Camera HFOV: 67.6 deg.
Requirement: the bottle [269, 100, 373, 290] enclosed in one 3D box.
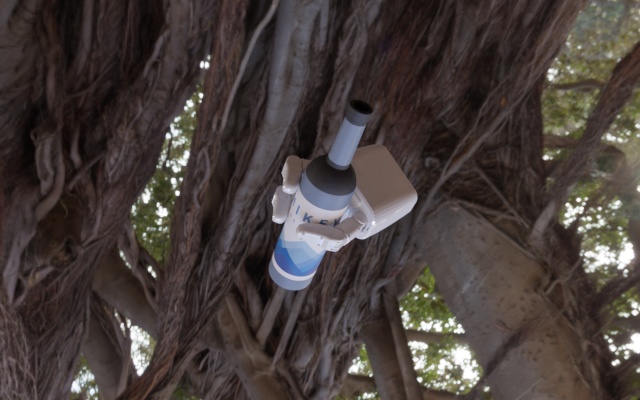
[{"bbox_3d":[0.000,0.002,0.609,0.069,0.296,0.069,13,41,-12],"label":"bottle"}]
